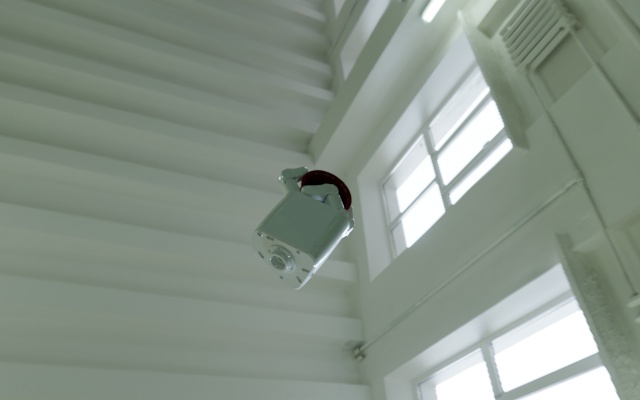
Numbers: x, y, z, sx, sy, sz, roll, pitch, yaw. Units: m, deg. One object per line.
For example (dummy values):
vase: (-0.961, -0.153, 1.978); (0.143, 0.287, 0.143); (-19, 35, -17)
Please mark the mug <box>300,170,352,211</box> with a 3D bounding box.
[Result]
mug: (0.001, 0.002, 0.826); (0.117, 0.093, 0.081); (-45, -7, -47)
